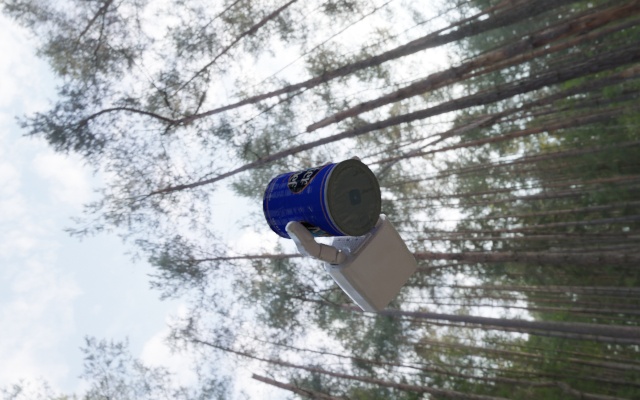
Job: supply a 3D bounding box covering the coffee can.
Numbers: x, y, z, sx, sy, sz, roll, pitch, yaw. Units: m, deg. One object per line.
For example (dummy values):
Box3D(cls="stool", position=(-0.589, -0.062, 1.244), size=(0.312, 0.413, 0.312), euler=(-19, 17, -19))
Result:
Box3D(cls="coffee can", position=(0.000, 0.002, 0.674), size=(0.103, 0.103, 0.140), euler=(0, -5, -42))
